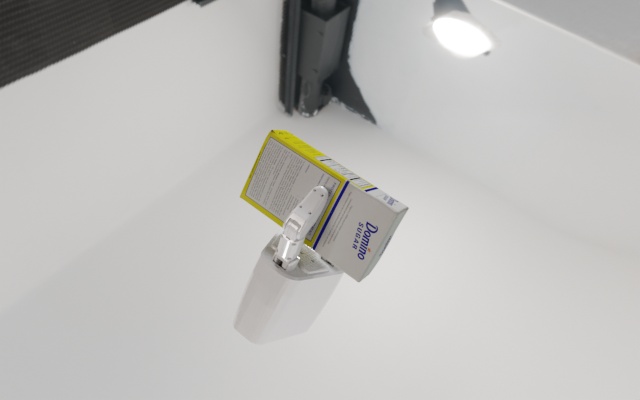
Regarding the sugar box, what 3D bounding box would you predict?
[{"bbox_3d":[0.000,0.002,0.537,0.176,0.093,0.048,34,22,17],"label":"sugar box"}]
